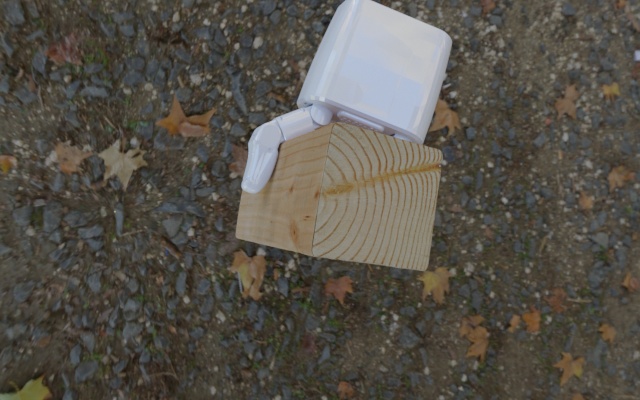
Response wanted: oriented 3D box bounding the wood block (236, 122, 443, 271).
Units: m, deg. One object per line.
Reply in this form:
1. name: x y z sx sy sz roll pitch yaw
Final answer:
1. wood block: 0.000 0.001 0.413 0.091 0.090 0.206 11 -6 -23
